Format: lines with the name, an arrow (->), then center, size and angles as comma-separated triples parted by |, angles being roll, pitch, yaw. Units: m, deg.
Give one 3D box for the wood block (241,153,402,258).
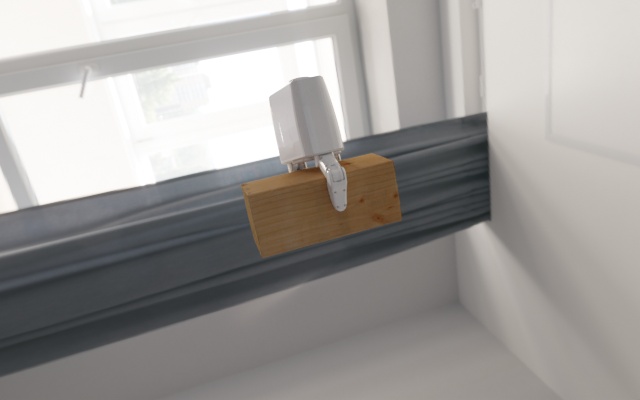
wood block -> 0.000, 0.002, 0.687 | 0.206, 0.090, 0.090 | -14, 16, -11
